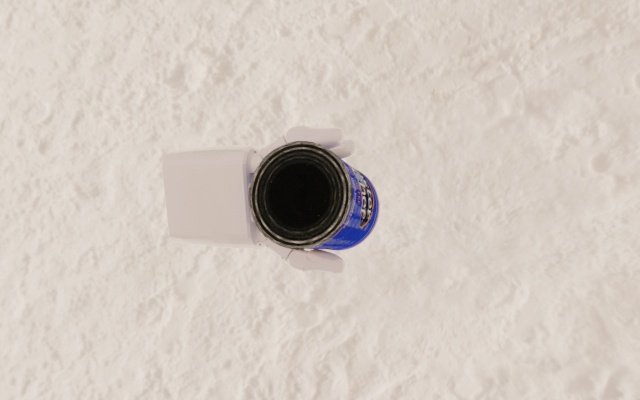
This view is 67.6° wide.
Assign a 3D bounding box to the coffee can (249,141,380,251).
[{"bbox_3d":[0.000,0.002,0.510,0.103,0.103,0.140,0,-6,17],"label":"coffee can"}]
